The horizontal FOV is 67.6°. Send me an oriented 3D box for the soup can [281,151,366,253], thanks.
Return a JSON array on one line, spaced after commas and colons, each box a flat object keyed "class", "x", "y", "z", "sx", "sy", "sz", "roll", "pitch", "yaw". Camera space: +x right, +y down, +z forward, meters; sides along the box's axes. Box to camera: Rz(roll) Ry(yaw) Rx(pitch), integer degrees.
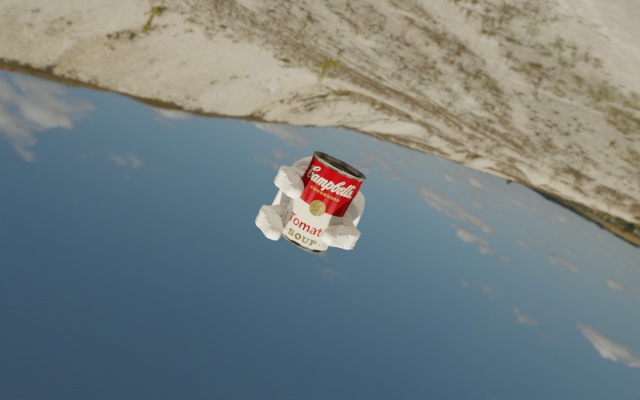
[{"class": "soup can", "x": 0.000, "y": 0.002, "z": 0.566, "sx": 0.068, "sy": 0.102, "sz": 0.068, "roll": 26, "pitch": 14, "yaw": -7}]
